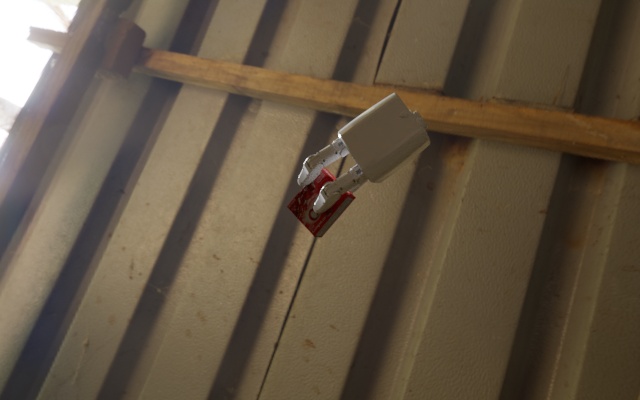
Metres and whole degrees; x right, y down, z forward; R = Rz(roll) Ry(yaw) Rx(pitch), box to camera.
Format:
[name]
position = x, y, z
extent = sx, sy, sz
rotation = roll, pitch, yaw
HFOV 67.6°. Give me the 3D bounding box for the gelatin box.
[gelatin box]
position = 0.000, 0.003, 0.763
extent = 0.073, 0.089, 0.030
rotation = 46, 13, 26
